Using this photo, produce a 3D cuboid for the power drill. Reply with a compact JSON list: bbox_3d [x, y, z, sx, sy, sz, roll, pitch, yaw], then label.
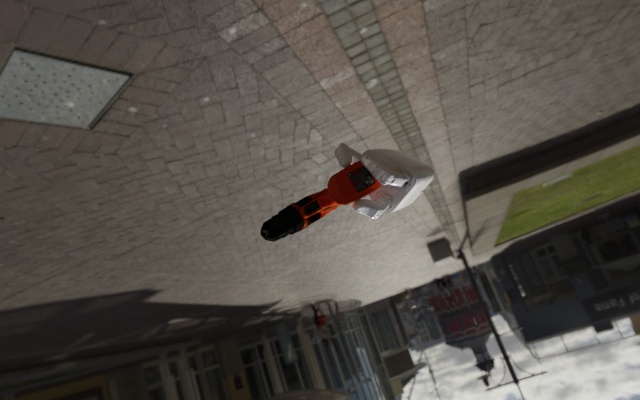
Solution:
[{"bbox_3d":[0.001,0.003,0.830,0.184,0.057,0.188,-31,1,-40],"label":"power drill"}]
